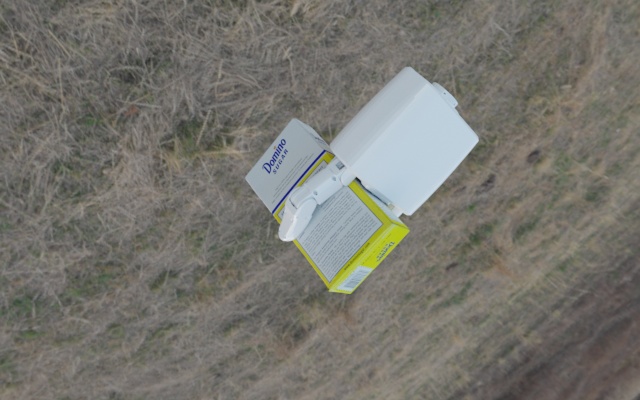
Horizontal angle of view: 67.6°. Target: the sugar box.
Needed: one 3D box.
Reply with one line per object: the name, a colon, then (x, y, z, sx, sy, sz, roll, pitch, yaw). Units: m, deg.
sugar box: (0.001, 0.002, 0.502, 0.048, 0.093, 0.176, 23, 23, -52)
